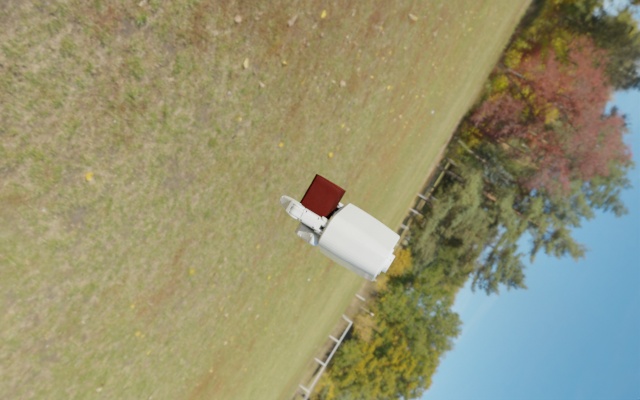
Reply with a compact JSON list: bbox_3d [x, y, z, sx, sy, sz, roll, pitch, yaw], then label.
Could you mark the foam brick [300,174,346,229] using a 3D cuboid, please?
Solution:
[{"bbox_3d":[0.000,0.002,0.799,0.051,0.078,0.053,31,6,10],"label":"foam brick"}]
